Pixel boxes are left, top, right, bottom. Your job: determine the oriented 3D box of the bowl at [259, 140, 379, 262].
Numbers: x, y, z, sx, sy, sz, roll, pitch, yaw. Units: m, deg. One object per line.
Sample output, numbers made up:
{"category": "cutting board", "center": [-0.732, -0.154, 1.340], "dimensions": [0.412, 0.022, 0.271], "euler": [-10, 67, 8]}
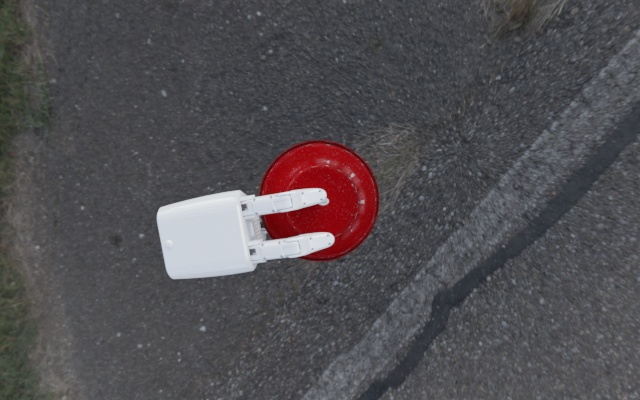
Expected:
{"category": "bowl", "center": [0.001, 0.001, 0.609], "dimensions": [0.162, 0.162, 0.055], "euler": [0, 2, -3]}
